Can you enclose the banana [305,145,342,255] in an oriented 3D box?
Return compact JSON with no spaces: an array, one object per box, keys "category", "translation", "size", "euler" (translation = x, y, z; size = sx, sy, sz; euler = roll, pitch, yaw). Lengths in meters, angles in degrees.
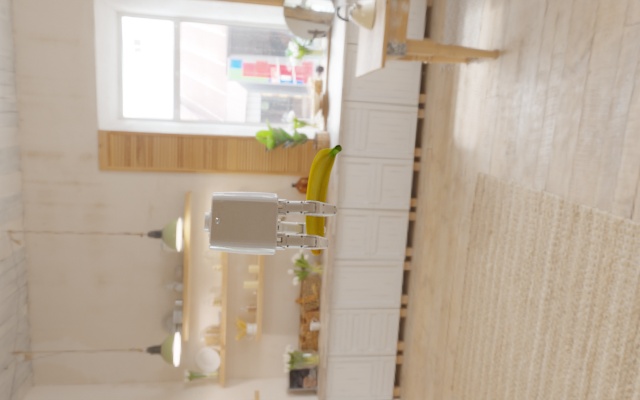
[{"category":"banana","translation":[-0.003,-0.006,0.828],"size":[0.037,0.198,0.069],"euler":[5,16,-14]}]
